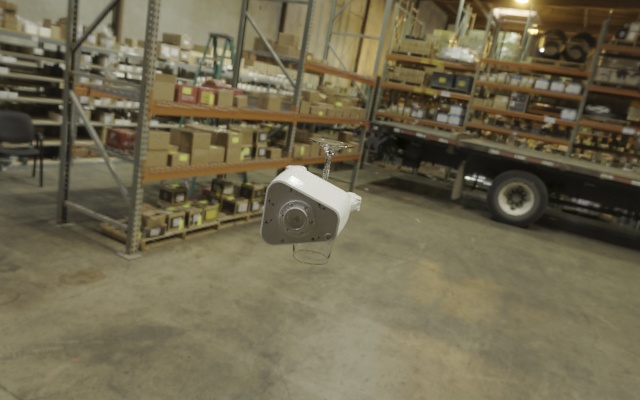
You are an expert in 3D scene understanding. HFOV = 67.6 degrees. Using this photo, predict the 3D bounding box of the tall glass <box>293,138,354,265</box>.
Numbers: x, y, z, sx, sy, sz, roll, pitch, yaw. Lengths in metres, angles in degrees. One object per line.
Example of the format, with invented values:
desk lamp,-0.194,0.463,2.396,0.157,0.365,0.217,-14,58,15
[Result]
tall glass,0.000,0.002,0.787,0.079,0.201,0.079,10,13,-2
